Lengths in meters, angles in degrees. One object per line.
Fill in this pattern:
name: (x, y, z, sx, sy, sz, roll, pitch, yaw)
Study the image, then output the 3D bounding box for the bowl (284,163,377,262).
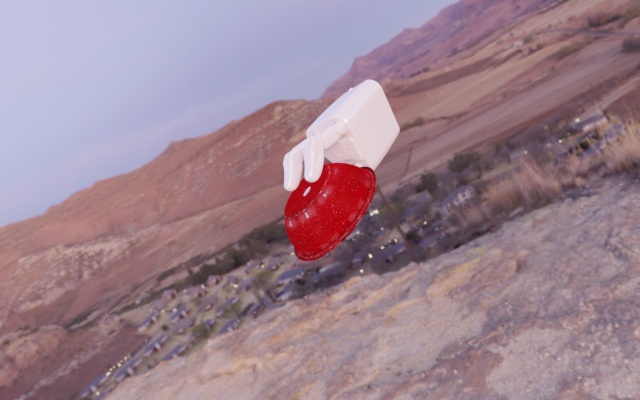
bowl: (-0.001, 0.003, 0.655, 0.055, 0.162, 0.162, 39, -17, -22)
